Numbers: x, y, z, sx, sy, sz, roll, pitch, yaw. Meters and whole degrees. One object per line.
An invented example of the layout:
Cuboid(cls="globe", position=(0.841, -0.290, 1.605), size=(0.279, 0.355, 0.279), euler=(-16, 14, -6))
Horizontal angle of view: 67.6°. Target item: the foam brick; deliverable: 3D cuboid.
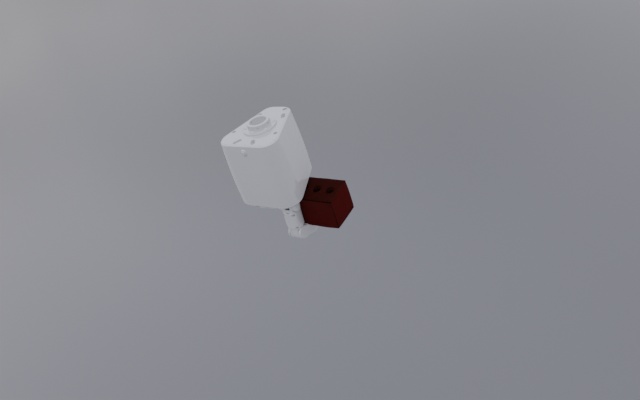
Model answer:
Cuboid(cls="foam brick", position=(0.000, 0.002, 0.710), size=(0.078, 0.051, 0.053), euler=(6, 42, 30))
